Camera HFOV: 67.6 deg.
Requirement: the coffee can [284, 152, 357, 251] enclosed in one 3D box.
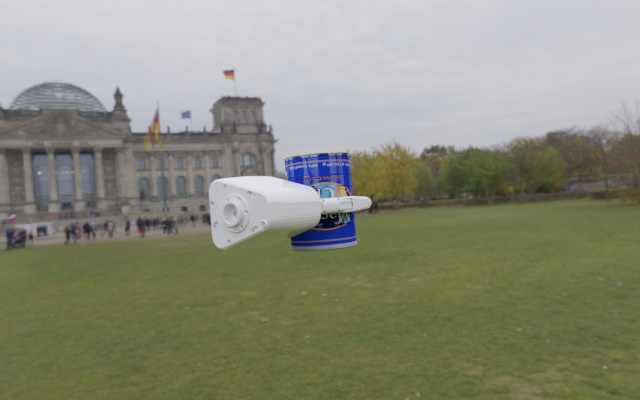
[{"bbox_3d":[0.000,0.003,0.735,0.103,0.140,0.103,-5,-1,0],"label":"coffee can"}]
